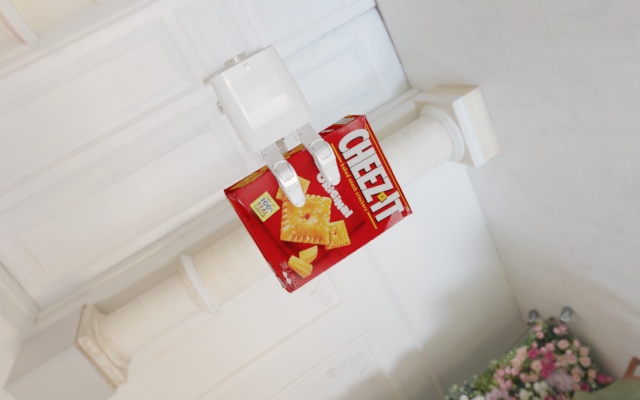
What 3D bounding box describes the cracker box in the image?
[{"bbox_3d":[0.000,0.002,0.666,0.213,0.164,0.072,-32,17,-10],"label":"cracker box"}]
